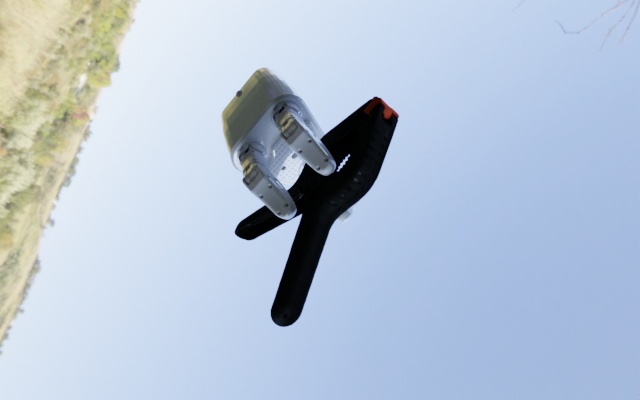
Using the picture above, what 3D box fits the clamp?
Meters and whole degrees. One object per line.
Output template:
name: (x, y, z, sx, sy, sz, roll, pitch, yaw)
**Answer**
clamp: (0.001, 0.001, 0.438, 0.036, 0.210, 0.164, 33, 16, -33)
